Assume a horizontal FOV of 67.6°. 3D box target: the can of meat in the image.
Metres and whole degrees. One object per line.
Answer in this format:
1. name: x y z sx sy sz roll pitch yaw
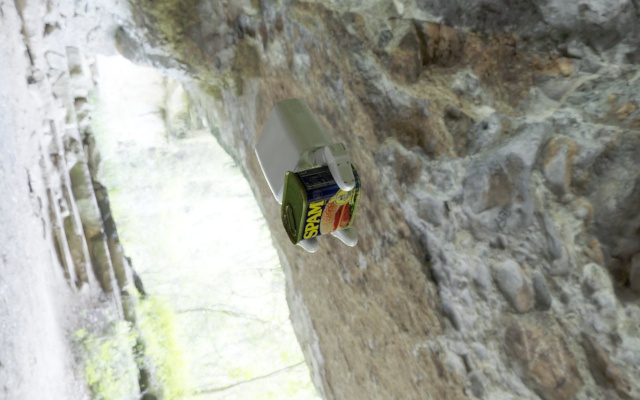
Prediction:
1. can of meat: 0.000 0.002 0.615 0.084 0.057 0.102 -14 -39 -23
